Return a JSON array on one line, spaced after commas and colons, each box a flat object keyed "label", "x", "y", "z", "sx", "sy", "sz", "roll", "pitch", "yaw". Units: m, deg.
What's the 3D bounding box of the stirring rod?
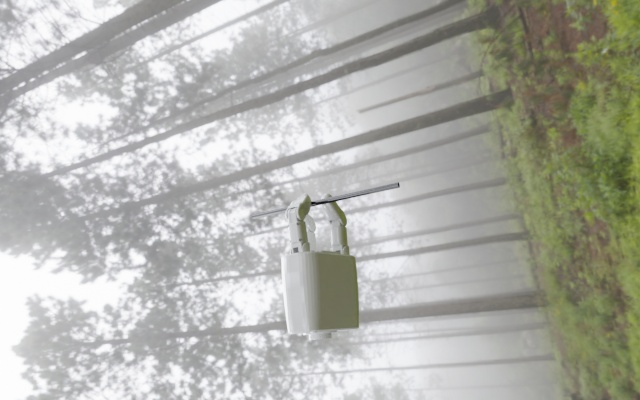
[{"label": "stirring rod", "x": 0.000, "y": 0.002, "z": 0.696, "sx": 0.239, "sy": 0.011, "sz": 0.011, "roll": -12, "pitch": -6, "yaw": 26}]
